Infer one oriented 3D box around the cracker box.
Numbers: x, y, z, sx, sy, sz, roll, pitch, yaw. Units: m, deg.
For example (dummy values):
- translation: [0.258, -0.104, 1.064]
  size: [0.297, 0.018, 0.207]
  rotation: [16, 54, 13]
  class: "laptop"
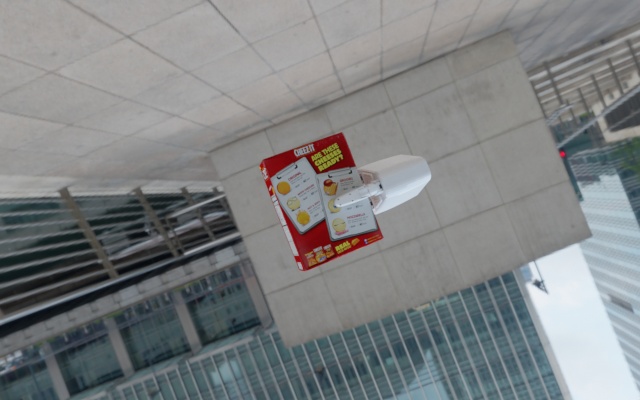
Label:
- translation: [0.000, 0.003, 0.889]
  size: [0.164, 0.213, 0.072]
  rotation: [-21, -1, -17]
  class: "cracker box"
